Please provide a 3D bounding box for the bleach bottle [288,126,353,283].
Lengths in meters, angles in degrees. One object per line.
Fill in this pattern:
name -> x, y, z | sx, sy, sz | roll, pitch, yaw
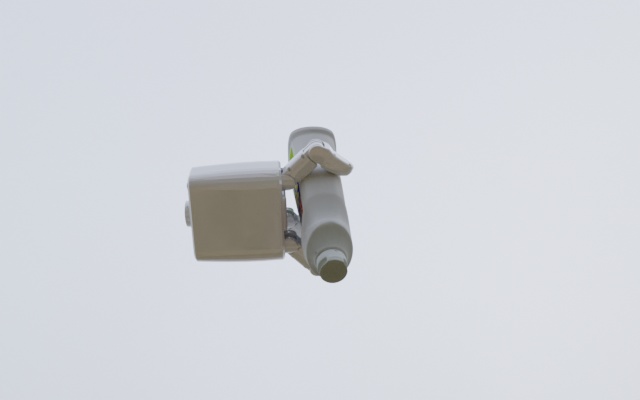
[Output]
bleach bottle -> 0.000, 0.002, 0.573 | 0.068, 0.103, 0.250 | -3, 29, -5
